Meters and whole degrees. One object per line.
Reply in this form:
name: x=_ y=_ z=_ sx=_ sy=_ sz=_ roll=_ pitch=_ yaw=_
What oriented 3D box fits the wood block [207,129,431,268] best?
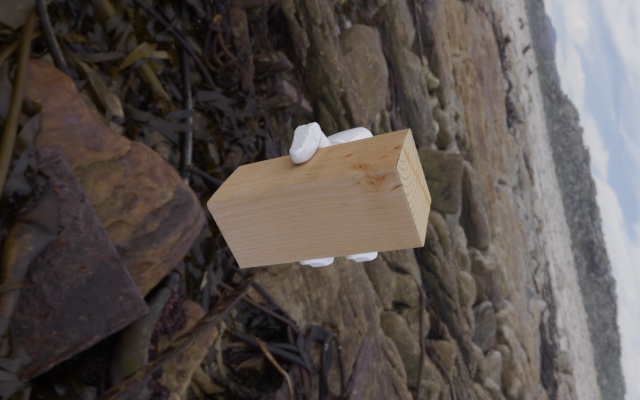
wood block: x=0.000 y=0.001 z=0.504 sx=0.206 sy=0.091 sz=0.090 roll=-10 pitch=27 yaw=24
